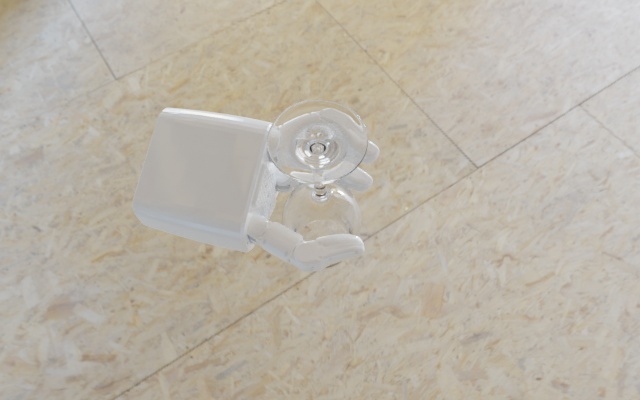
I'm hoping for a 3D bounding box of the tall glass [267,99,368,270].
[{"bbox_3d":[0.000,0.001,0.435,0.079,0.079,0.201,0,-28,2],"label":"tall glass"}]
